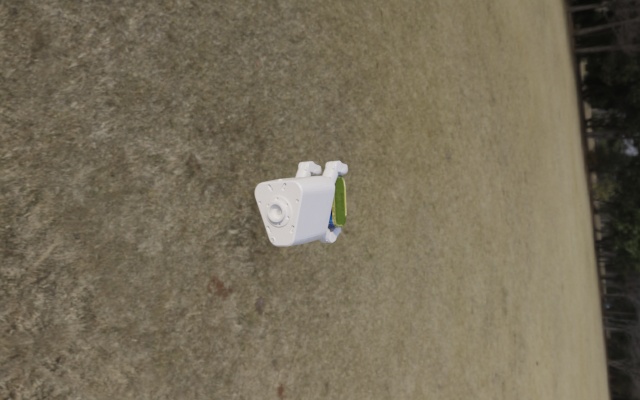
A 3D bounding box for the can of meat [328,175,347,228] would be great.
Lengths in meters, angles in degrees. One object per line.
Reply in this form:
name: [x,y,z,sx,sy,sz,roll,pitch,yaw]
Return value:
can of meat: [0.000,0.003,0.893,0.084,0.102,0.057,-3,0,29]
